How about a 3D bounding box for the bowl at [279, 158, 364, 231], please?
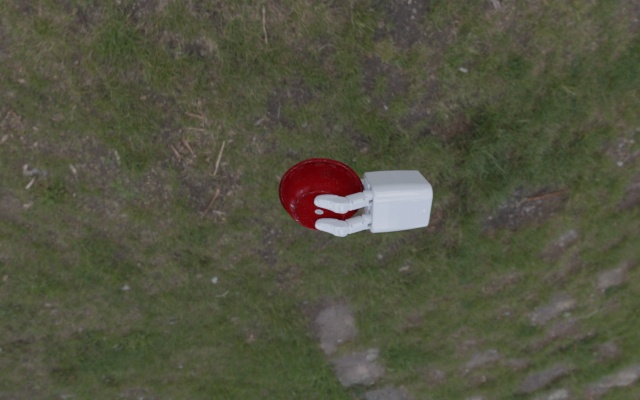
[{"bbox_3d":[-0.001,0.003,0.880,0.162,0.162,0.055,0,39,3],"label":"bowl"}]
